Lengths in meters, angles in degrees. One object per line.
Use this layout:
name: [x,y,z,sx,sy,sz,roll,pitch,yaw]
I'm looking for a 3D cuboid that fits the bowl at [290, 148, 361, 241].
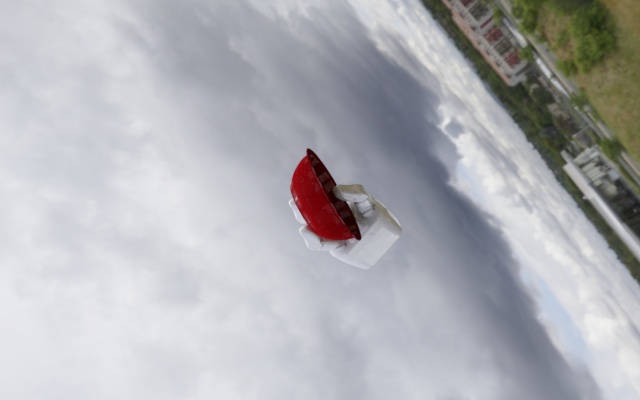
bowl: [-0.001,0.002,0.732,0.055,0.162,0.162,-30,-5,9]
